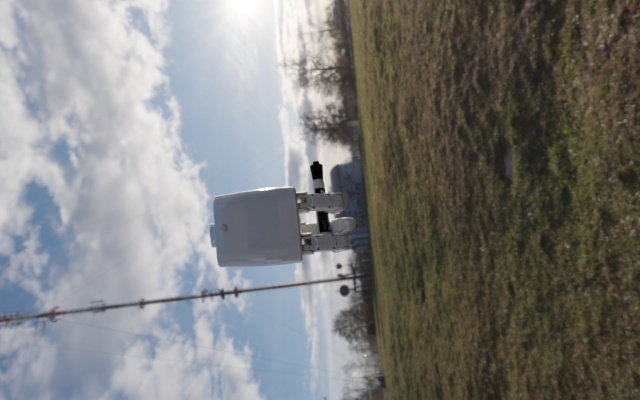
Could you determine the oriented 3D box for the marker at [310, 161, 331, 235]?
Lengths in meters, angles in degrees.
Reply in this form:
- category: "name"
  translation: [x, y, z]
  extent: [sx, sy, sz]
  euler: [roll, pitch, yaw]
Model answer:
- category: "marker"
  translation: [0.000, 0.002, 0.675]
  extent: [0.020, 0.121, 0.020]
  euler: [-6, -13, -2]
